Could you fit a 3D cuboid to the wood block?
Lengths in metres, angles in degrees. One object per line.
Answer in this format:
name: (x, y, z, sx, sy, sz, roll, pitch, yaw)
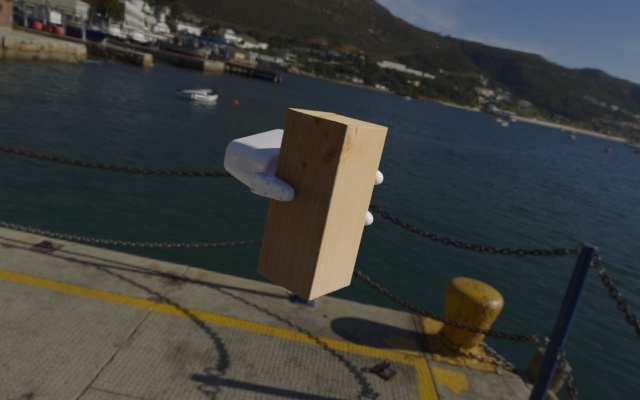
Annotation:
wood block: (0.000, 0.002, 0.580, 0.090, 0.206, 0.091, 22, 17, 34)
